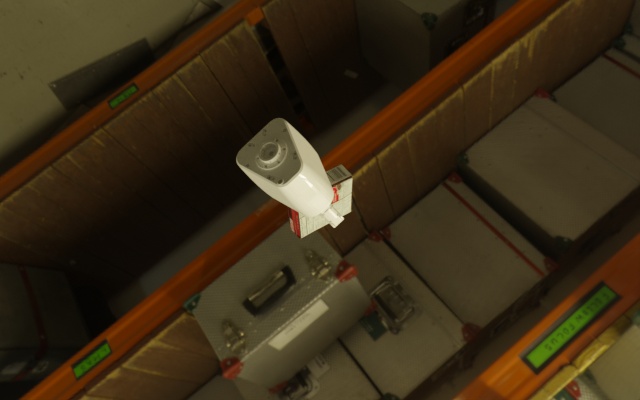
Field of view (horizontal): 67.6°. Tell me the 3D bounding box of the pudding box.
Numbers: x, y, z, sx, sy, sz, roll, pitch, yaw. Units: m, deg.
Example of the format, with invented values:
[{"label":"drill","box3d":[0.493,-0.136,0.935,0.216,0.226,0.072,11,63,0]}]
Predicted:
[{"label":"pudding box","box3d":[0.000,0.003,0.796,0.113,0.090,0.039,-26,52,-21]}]
